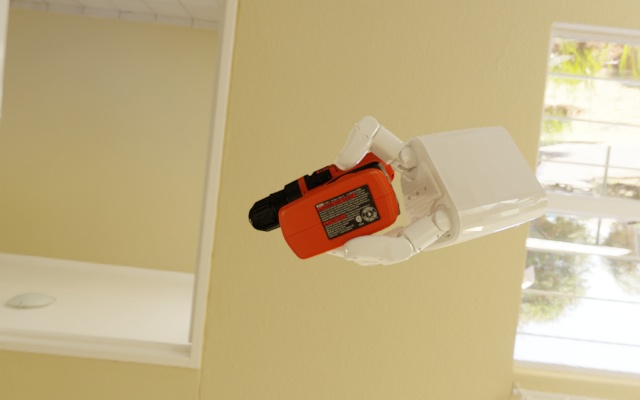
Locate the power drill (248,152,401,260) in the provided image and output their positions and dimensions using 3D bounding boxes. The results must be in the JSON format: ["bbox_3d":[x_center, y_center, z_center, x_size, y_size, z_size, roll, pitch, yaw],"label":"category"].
[{"bbox_3d":[0.000,0.002,0.505,0.184,0.057,0.187,-24,11,3],"label":"power drill"}]
